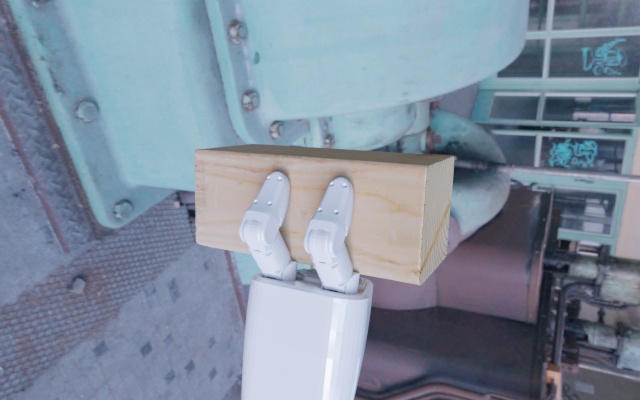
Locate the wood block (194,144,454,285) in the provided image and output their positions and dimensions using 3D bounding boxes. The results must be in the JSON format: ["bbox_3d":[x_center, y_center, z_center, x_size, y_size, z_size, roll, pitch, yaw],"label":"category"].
[{"bbox_3d":[0.000,0.002,0.416,0.206,0.090,0.091,7,11,26],"label":"wood block"}]
